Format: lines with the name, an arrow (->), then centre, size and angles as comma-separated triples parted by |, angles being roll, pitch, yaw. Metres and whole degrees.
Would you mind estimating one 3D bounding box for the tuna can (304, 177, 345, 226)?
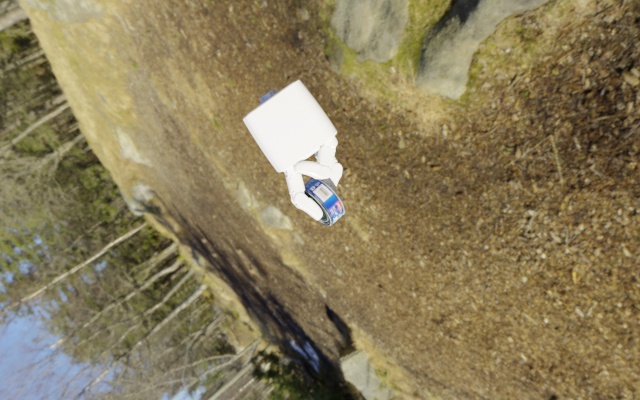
tuna can -> 0.000, 0.003, 0.823 | 0.033, 0.086, 0.086 | -42, 16, -19
